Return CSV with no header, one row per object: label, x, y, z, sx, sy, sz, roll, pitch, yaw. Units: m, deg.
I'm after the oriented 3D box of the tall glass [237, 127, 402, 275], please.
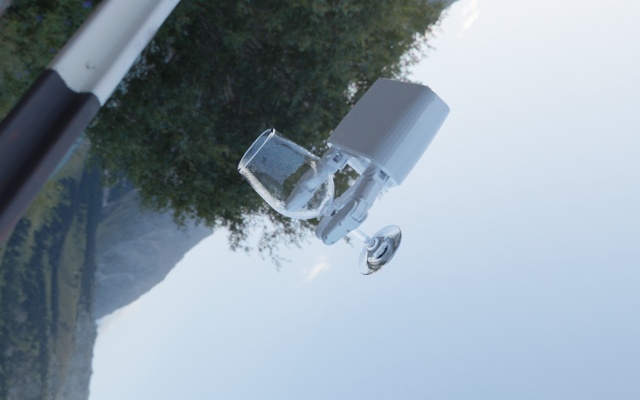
tall glass,0.001,0.002,0.558,0.201,0.079,0.079,39,-15,-19
